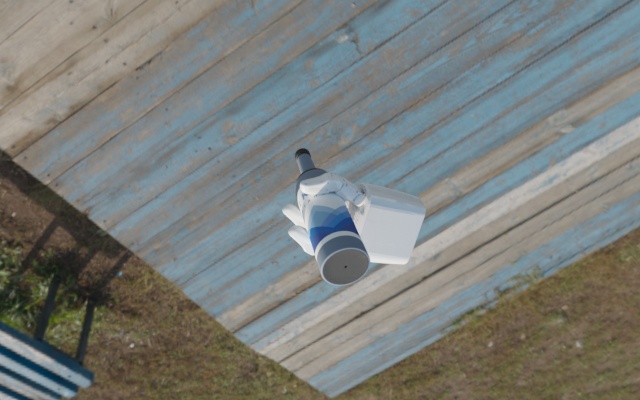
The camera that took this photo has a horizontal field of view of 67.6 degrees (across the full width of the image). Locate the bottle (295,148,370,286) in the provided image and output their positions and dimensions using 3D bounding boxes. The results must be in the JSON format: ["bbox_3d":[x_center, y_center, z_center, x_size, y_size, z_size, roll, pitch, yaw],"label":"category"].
[{"bbox_3d":[0.000,0.003,0.730,0.069,0.069,0.295,0,35,-16],"label":"bottle"}]
